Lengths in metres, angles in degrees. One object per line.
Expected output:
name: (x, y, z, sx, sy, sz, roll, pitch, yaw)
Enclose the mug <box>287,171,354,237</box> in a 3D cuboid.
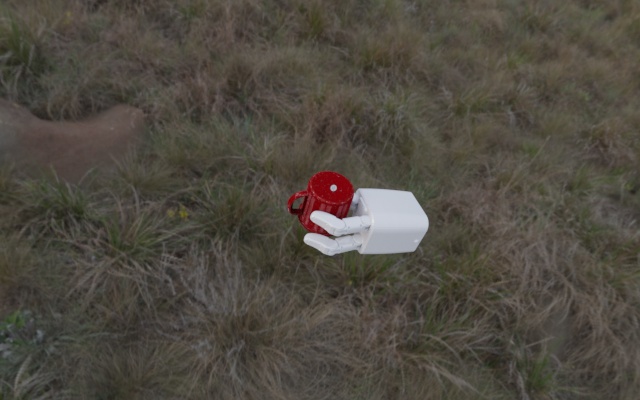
mug: (-0.001, 0.003, 0.836, 0.117, 0.093, 0.082, 1, -42, -16)
